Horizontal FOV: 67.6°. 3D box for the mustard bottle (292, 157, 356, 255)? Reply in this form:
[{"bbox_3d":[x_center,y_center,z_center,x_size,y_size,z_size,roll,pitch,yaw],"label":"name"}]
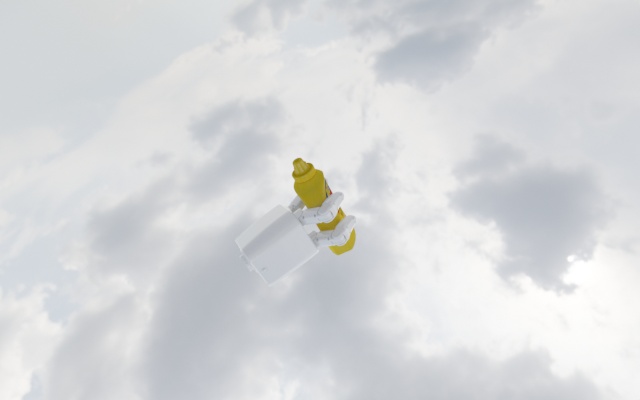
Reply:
[{"bbox_3d":[0.001,0.003,0.845,0.058,0.192,0.096,-23,34,11],"label":"mustard bottle"}]
